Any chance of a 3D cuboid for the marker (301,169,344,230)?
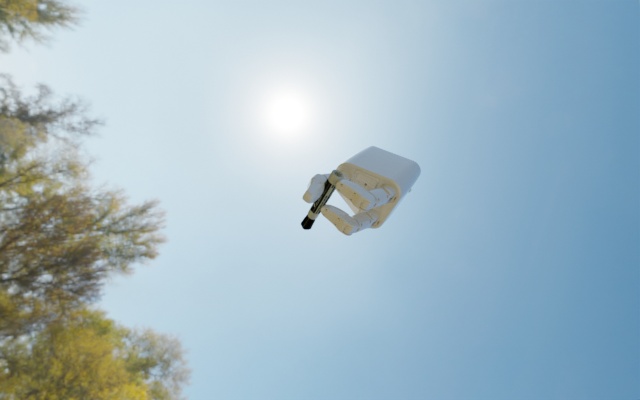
[{"bbox_3d":[0.000,0.002,0.727,0.020,0.020,0.121,0,-43,-35],"label":"marker"}]
